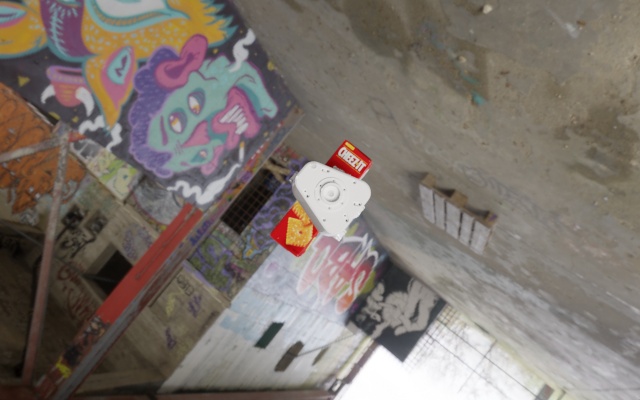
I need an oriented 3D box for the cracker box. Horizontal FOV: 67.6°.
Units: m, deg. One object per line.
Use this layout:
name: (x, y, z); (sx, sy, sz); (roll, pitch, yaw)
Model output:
cracker box: (0.000, 0.003, 0.894); (0.072, 0.213, 0.164); (39, -5, 1)
